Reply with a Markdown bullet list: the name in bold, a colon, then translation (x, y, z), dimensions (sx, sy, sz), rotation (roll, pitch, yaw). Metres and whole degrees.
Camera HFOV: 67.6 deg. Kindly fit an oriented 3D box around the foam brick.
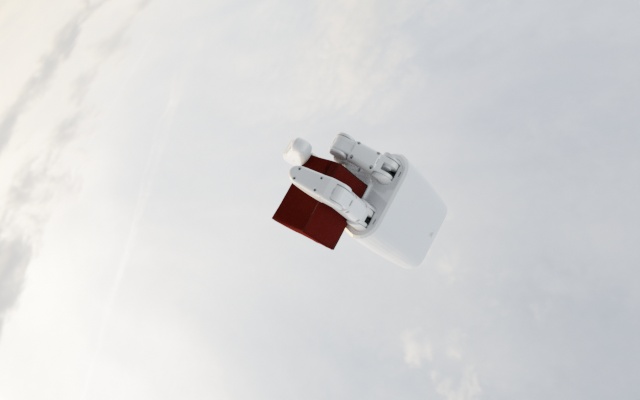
- **foam brick**: translation (0.000, 0.002, 0.483), dimensions (0.053, 0.078, 0.051), rotation (22, -11, 47)
